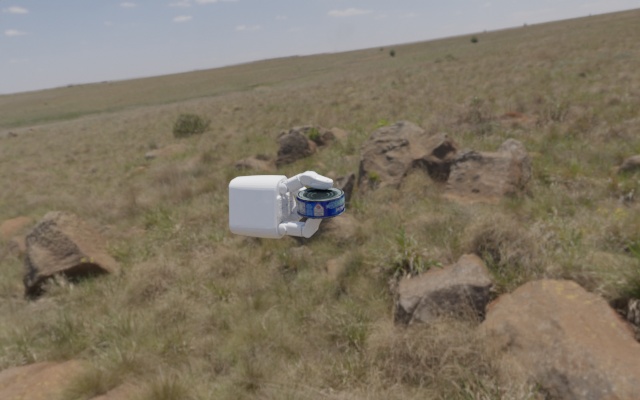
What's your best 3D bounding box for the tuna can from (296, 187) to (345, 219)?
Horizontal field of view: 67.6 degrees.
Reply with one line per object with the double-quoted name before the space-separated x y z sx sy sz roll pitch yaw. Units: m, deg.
"tuna can" 0.000 0.002 0.841 0.086 0.034 0.086 -2 18 1
